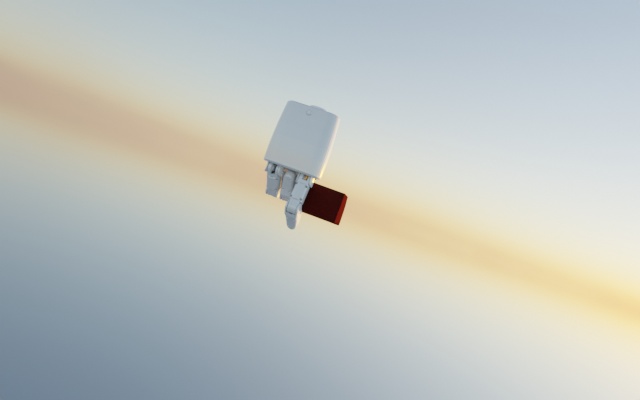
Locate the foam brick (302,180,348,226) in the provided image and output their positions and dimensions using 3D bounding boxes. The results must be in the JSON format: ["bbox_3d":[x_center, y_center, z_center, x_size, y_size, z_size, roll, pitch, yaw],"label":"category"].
[{"bbox_3d":[0.000,0.003,0.784,0.078,0.051,0.053,20,-4,11],"label":"foam brick"}]
